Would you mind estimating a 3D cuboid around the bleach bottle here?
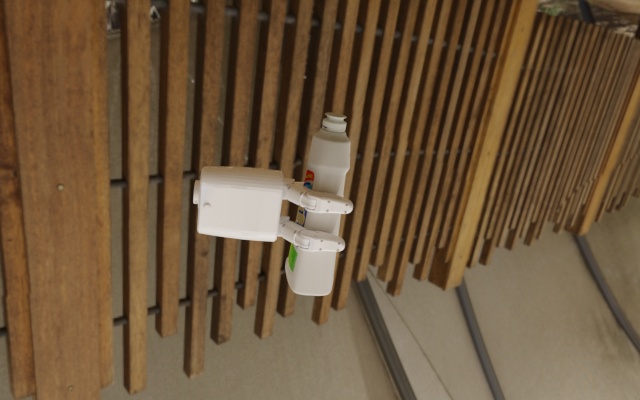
[{"bbox_3d":[0.000,0.002,0.670,0.068,0.251,0.102,5,20,-11],"label":"bleach bottle"}]
